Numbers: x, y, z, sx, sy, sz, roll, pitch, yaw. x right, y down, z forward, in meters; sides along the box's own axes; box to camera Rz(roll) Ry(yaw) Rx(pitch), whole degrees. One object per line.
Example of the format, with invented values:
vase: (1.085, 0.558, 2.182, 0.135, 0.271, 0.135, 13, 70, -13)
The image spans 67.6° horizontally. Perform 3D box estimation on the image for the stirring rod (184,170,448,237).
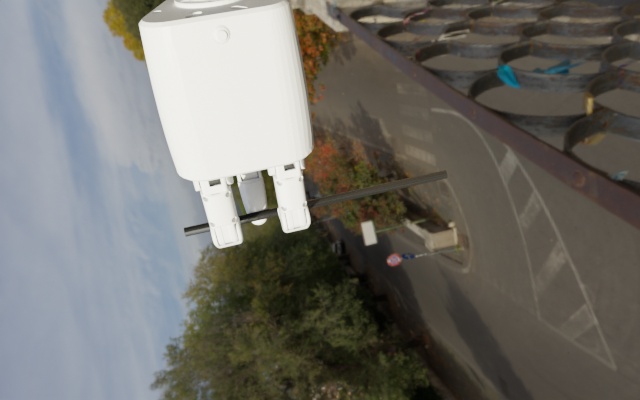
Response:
stirring rod: (0.000, 0.001, 0.426, 0.239, 0.011, 0.011, -13, 2, -8)
